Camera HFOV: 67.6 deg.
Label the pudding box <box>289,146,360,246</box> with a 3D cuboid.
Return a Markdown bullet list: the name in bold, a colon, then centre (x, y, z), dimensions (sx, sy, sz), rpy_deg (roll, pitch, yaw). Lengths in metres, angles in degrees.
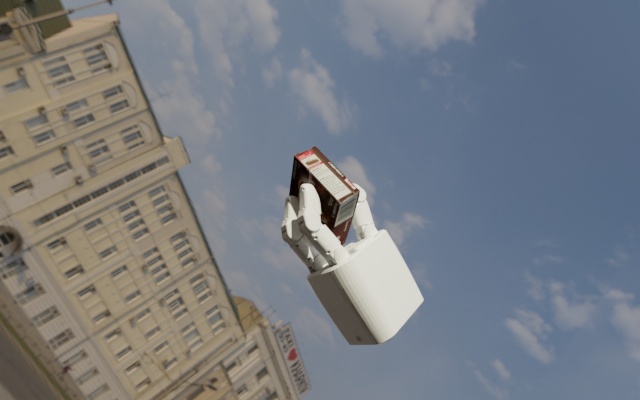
- **pudding box**: centre (0.000, 0.002, 0.605), dimensions (0.039, 0.090, 0.114), rpy_deg (-28, -30, -31)
